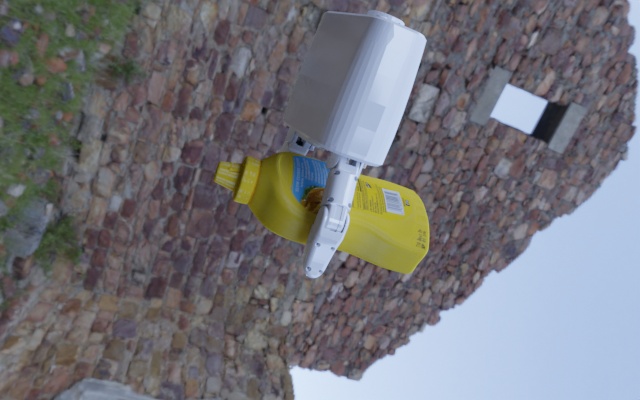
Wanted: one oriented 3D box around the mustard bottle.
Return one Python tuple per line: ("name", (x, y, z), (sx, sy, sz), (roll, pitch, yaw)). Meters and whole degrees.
("mustard bottle", (0.000, 0.002, 0.430), (0.191, 0.058, 0.096), (17, 38, -15))
